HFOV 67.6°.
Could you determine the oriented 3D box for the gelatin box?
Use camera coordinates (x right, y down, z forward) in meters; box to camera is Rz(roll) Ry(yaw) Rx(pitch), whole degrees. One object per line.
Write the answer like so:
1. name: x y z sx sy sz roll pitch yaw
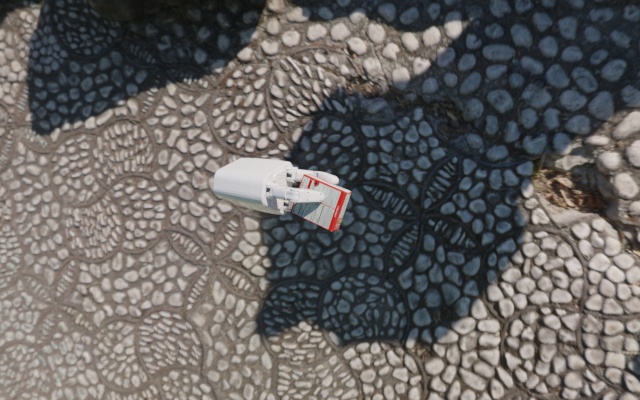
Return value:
1. gelatin box: 0.000 0.003 0.822 0.089 0.073 0.030 24 12 24
